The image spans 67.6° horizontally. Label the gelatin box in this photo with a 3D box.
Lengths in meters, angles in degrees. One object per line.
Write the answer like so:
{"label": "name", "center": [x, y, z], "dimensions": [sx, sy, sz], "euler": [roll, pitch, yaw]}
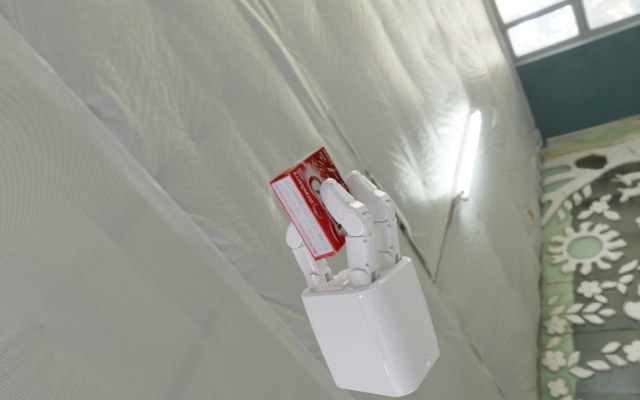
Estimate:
{"label": "gelatin box", "center": [0.000, 0.001, 0.461], "dimensions": [0.030, 0.089, 0.073], "euler": [-24, 12, 35]}
